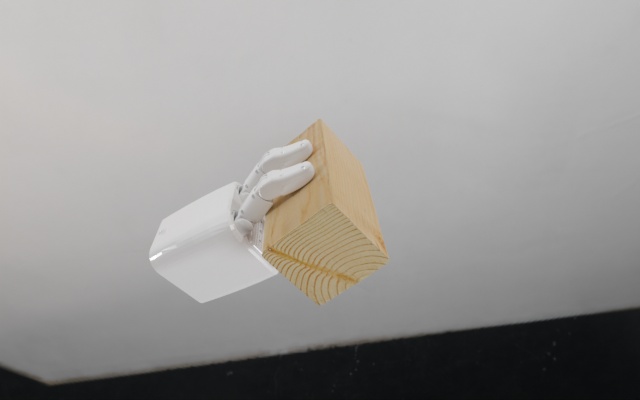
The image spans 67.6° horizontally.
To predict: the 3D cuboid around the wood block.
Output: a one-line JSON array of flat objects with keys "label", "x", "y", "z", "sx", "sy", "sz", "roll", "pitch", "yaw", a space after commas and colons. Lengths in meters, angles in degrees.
[{"label": "wood block", "x": 0.000, "y": 0.002, "z": 0.537, "sx": 0.090, "sy": 0.091, "sz": 0.206, "roll": -36, "pitch": 27, "yaw": 17}]
